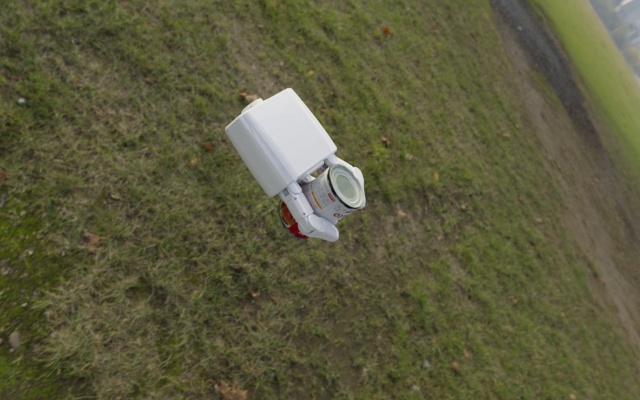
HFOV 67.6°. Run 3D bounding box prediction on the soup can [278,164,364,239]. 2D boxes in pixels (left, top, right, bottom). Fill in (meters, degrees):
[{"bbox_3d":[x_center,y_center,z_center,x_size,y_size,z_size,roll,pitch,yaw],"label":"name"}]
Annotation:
[{"bbox_3d":[0.001,0.002,0.647,0.102,0.068,0.068,-32,-20,35],"label":"soup can"}]
